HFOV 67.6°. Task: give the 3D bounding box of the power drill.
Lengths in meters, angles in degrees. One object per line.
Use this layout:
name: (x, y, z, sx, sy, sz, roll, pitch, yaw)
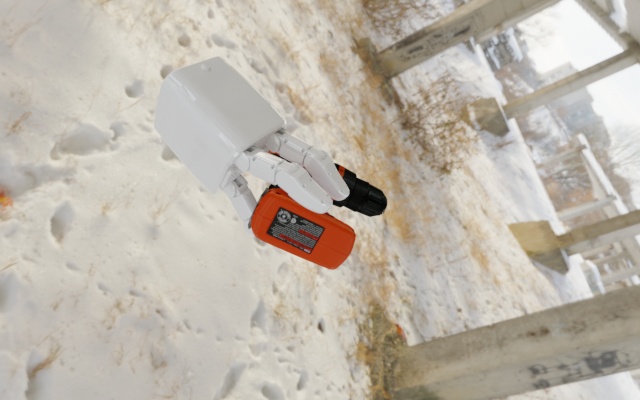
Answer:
power drill: (0.000, 0.002, 0.557, 0.184, 0.057, 0.187, 23, 23, -8)
